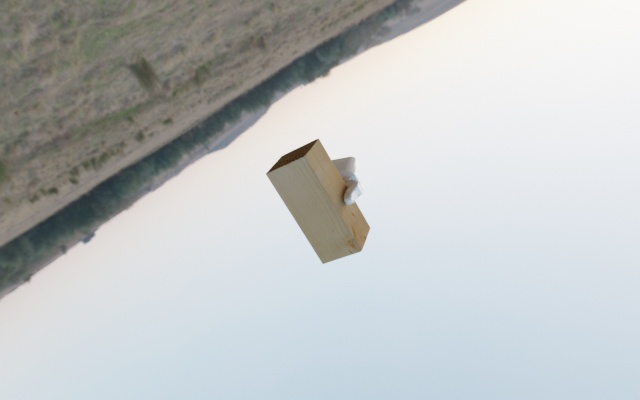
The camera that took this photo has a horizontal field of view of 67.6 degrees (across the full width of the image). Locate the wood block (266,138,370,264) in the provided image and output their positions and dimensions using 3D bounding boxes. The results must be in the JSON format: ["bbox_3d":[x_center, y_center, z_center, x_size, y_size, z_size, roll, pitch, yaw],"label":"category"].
[{"bbox_3d":[0.001,0.003,0.894,0.091,0.206,0.090,-22,19,28],"label":"wood block"}]
